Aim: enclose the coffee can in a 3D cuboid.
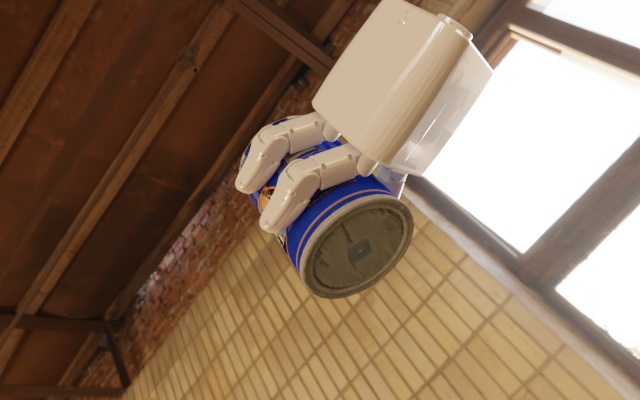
[{"bbox_3d":[0.000,0.002,0.424,0.103,0.103,0.140,0,35,-34],"label":"coffee can"}]
